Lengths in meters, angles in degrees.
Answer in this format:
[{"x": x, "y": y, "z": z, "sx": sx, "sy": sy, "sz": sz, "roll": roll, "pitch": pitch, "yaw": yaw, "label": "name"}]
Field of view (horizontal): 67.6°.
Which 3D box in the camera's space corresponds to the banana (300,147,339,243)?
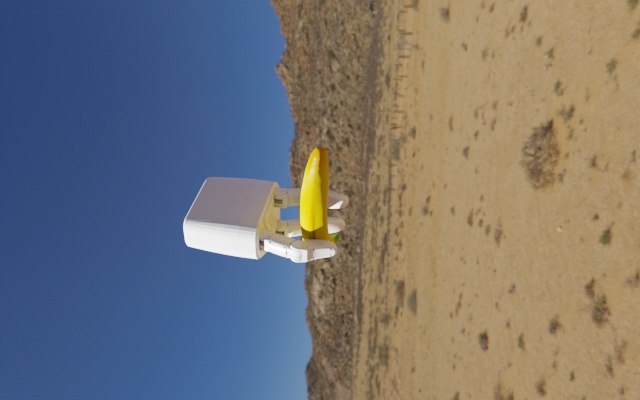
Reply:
[{"x": -0.004, "y": 0.019, "z": 0.635, "sx": 0.037, "sy": 0.069, "sz": 0.198, "roll": 8, "pitch": -38, "yaw": 12, "label": "banana"}]
